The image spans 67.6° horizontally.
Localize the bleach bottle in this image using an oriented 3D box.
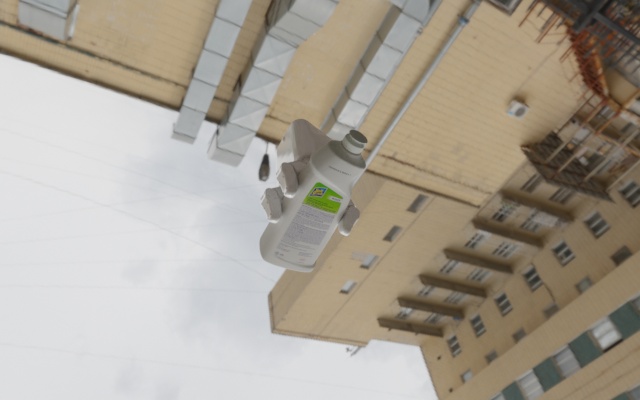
[{"bbox_3d":[0.000,0.002,0.714,0.102,0.251,0.068,16,38,-25],"label":"bleach bottle"}]
